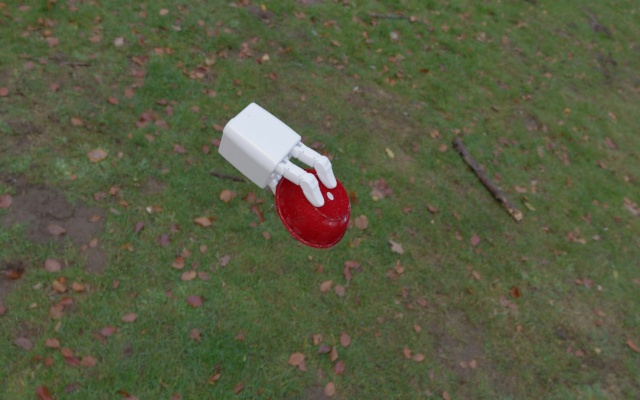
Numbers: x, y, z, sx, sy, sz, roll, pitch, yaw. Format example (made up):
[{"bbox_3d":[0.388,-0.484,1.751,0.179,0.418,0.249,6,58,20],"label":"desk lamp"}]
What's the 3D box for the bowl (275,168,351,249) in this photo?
[{"bbox_3d":[0.001,0.003,0.864,0.162,0.162,0.055,0,-24,-39],"label":"bowl"}]
